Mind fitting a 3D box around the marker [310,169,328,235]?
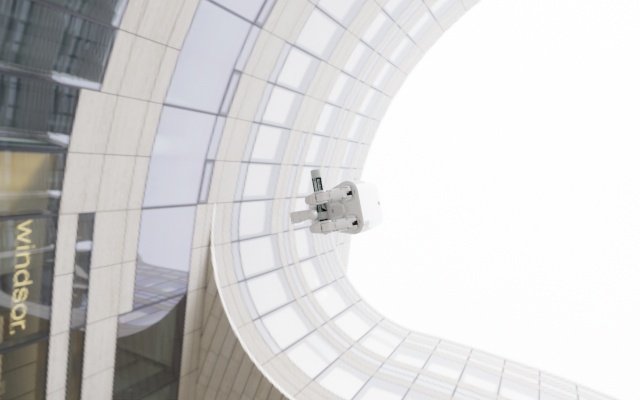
[{"bbox_3d":[0.000,0.003,0.880,0.020,0.121,0.020,-10,-2,0],"label":"marker"}]
